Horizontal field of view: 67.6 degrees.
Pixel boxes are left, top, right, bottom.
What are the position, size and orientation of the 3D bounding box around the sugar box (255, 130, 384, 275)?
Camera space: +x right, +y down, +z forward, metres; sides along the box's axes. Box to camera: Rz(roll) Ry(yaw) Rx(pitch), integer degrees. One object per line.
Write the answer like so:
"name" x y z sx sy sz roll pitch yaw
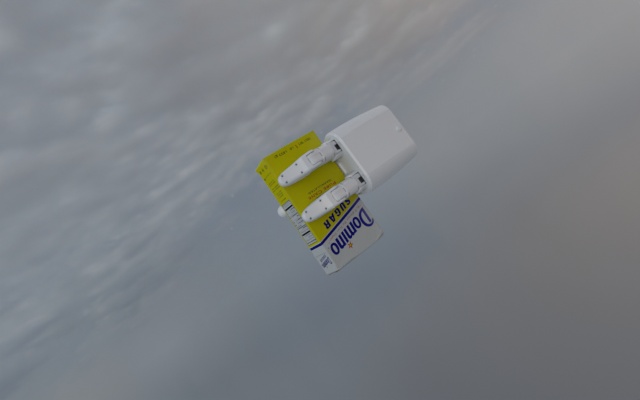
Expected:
"sugar box" 0.000 0.002 0.648 0.093 0.176 0.048 -35 -4 -29
